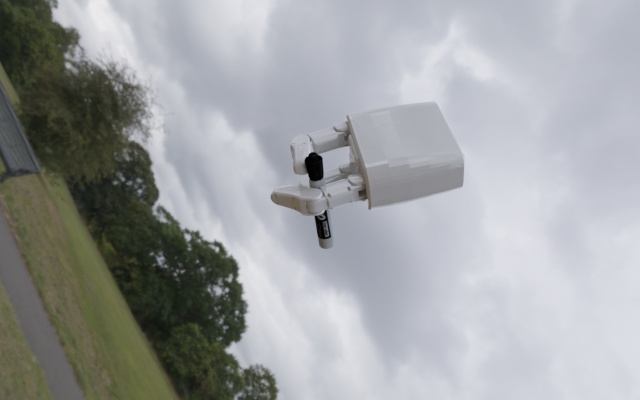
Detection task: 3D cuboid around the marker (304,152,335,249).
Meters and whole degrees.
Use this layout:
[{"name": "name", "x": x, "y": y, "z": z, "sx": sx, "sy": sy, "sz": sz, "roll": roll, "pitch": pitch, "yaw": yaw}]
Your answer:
[{"name": "marker", "x": 0.000, "y": 0.002, "z": 0.514, "sx": 0.020, "sy": 0.121, "sz": 0.020, "roll": -6, "pitch": 36, "yaw": 4}]
